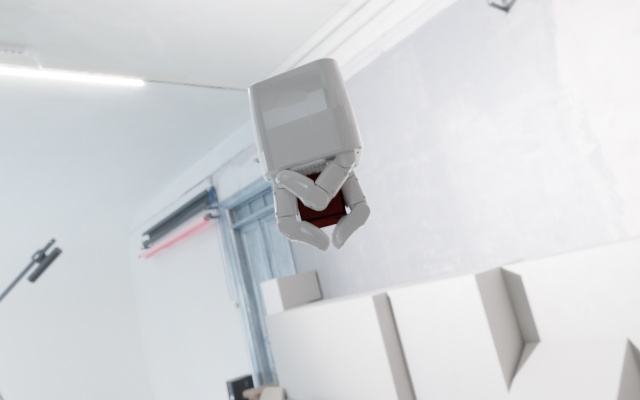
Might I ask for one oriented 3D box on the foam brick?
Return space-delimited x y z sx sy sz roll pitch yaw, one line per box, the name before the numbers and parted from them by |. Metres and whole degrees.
foam brick | 0.000 0.002 0.557 0.053 0.051 0.078 -14 -10 -1
